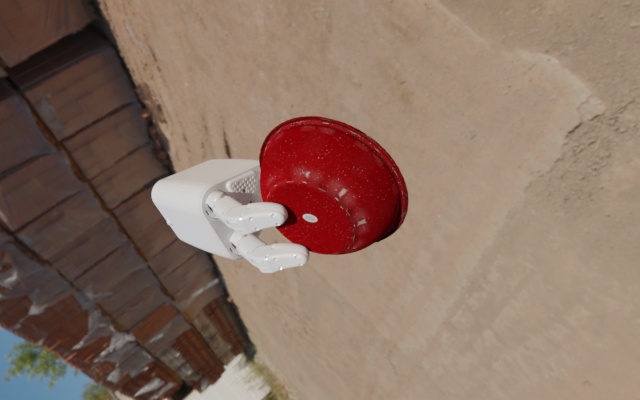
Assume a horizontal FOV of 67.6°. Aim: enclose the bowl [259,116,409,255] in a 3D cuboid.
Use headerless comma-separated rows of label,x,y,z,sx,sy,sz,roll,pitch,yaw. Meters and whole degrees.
bowl,0.001,0.002,0.462,0.162,0.162,0.055,0,39,31
